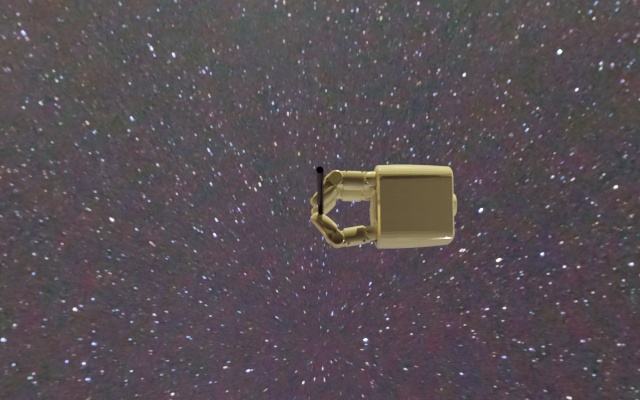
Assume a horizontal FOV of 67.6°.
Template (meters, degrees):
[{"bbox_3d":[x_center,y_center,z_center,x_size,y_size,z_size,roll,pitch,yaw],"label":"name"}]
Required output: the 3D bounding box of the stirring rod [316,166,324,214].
[{"bbox_3d":[0.000,0.002,0.631,0.011,0.011,0.240,0,-17,0],"label":"stirring rod"}]
